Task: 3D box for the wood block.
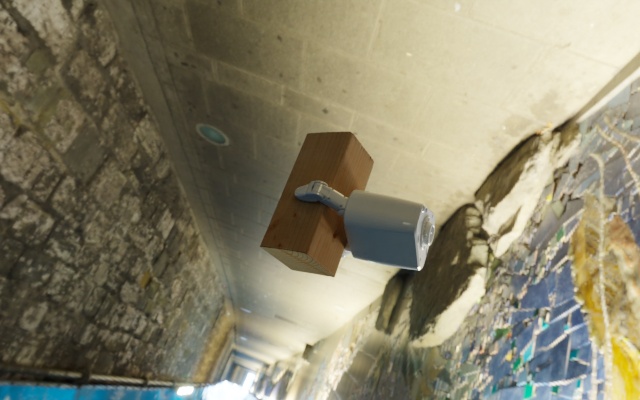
[{"bbox_3d":[0.000,0.002,0.747,0.090,0.206,0.091,4,-28,36],"label":"wood block"}]
